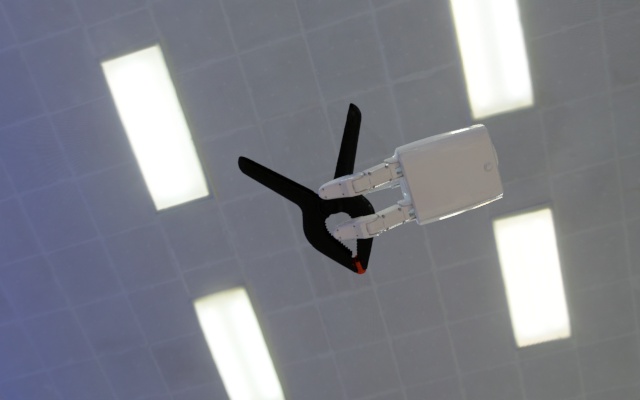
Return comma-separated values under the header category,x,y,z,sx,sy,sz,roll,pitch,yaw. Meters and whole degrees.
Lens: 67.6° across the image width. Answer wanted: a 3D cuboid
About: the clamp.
category,x,y,z,sx,sy,sz,roll,pitch,yaw
clamp,0.001,0.002,0.605,0.164,0.210,0.036,-17,15,10
